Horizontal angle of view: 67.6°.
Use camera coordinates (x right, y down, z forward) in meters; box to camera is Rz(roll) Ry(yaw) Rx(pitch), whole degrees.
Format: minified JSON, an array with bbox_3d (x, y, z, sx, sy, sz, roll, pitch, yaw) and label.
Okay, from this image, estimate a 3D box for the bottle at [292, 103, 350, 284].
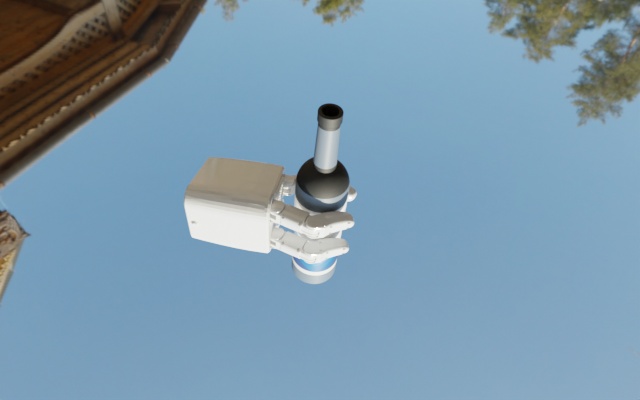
[{"bbox_3d":[0.000,0.002,0.612,0.069,0.069,0.296,0,-41,-6],"label":"bottle"}]
